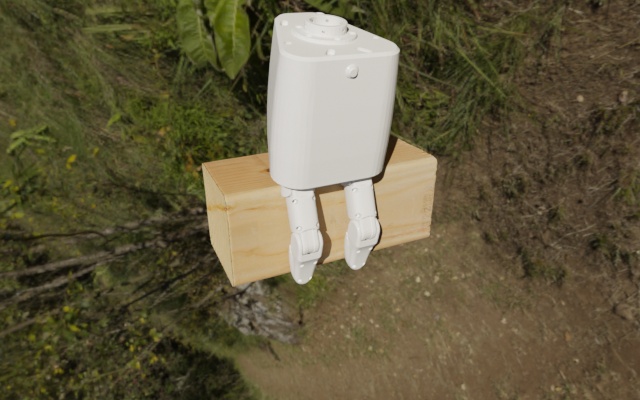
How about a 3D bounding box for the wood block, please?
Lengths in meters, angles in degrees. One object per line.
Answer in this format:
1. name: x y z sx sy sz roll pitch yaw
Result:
1. wood block: 0.000 0.001 0.469 0.206 0.090 0.090 -11 27 -22
